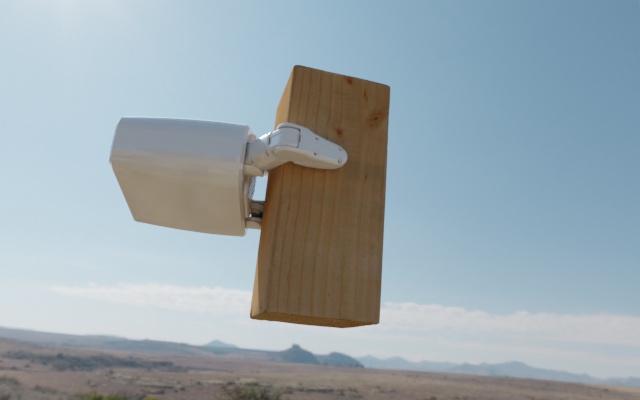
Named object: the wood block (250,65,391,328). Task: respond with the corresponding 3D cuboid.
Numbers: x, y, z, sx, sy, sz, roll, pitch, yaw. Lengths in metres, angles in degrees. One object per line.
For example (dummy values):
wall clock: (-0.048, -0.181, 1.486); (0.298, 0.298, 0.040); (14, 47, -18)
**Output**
wood block: (0.000, 0.001, 0.419); (0.090, 0.206, 0.091); (9, -18, -13)
